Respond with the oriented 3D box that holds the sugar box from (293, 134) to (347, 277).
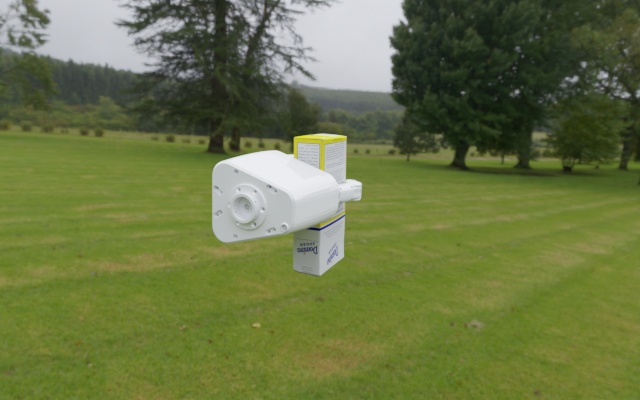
[{"bbox_3d":[0.000,0.002,0.636,0.048,0.176,0.093,8,13,22],"label":"sugar box"}]
